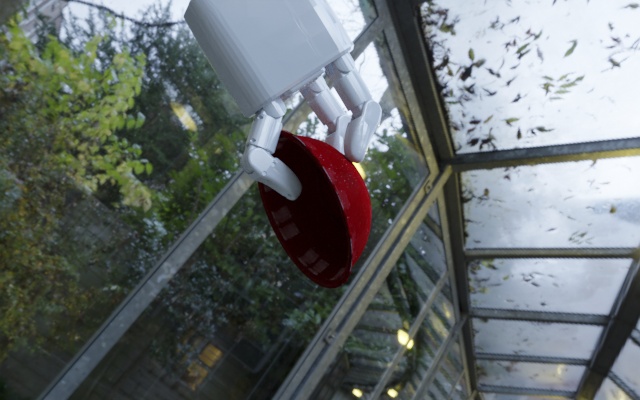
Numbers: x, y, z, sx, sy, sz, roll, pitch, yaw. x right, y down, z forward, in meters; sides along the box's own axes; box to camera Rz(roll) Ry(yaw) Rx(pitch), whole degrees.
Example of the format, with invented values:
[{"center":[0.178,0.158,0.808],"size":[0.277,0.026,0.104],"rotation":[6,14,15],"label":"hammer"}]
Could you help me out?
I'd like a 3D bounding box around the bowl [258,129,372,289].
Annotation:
[{"center":[0.001,0.003,0.467],"size":[0.055,0.162,0.162],"rotation":[-23,11,-28],"label":"bowl"}]
